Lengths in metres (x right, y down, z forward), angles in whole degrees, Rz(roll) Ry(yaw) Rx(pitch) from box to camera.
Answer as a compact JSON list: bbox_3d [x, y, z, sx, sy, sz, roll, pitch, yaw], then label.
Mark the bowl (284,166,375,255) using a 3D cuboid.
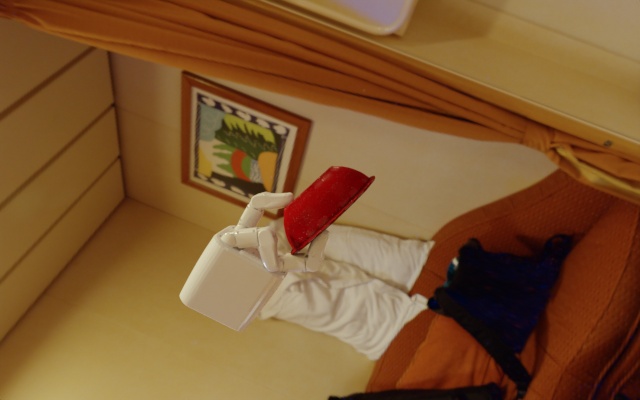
[{"bbox_3d":[0.001,0.001,0.671,0.162,0.055,0.162,-42,2,2],"label":"bowl"}]
